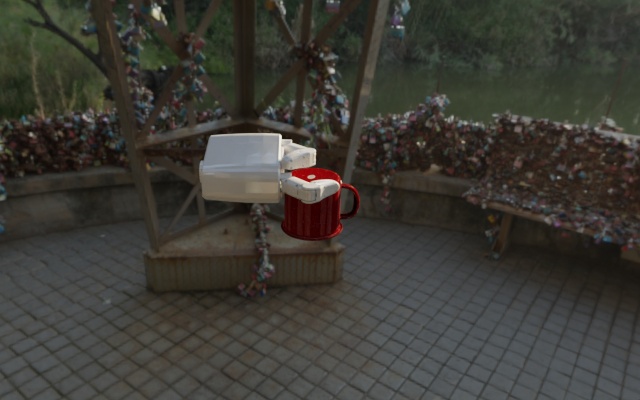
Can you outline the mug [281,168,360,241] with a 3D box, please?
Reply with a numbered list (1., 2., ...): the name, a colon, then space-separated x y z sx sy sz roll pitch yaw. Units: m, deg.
1. mug: 0.002 0.002 0.703 0.117 0.081 0.093 -1 23 -6
